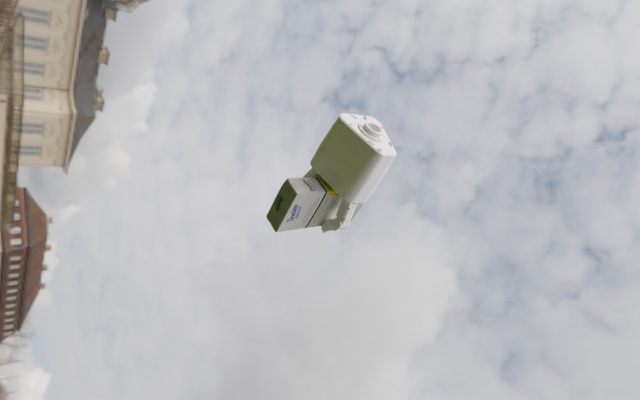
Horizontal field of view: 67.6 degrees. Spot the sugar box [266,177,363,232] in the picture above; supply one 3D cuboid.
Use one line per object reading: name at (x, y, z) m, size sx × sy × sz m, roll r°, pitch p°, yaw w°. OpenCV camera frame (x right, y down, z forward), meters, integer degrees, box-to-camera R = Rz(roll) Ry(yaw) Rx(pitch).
sugar box at (0.000, 0.002, 0.835) m, size 0.176 × 0.093 × 0.048 m, roll -2°, pitch 46°, yaw -40°
